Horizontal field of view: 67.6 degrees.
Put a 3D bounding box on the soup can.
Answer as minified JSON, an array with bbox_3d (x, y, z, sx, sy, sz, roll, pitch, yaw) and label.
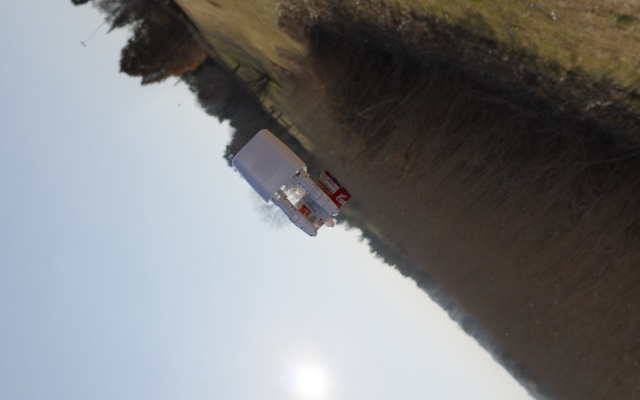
[{"bbox_3d":[0.000,0.003,0.883,0.068,0.102,0.068,44,3,-3],"label":"soup can"}]
